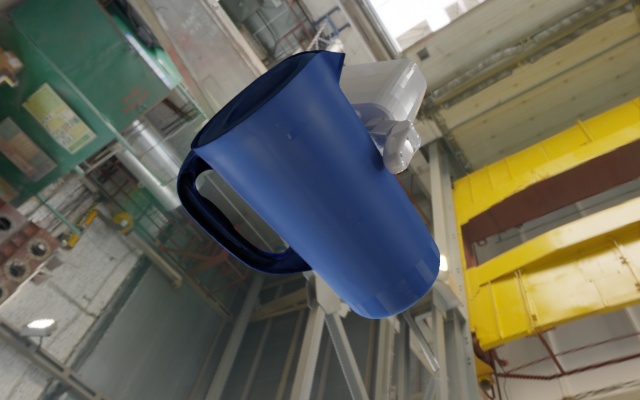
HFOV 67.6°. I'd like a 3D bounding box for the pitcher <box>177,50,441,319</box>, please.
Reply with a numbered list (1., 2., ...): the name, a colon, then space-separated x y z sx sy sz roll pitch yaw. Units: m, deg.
1. pitcher: 0.000 0.001 0.442 0.149 0.243 0.145 -17 31 41
